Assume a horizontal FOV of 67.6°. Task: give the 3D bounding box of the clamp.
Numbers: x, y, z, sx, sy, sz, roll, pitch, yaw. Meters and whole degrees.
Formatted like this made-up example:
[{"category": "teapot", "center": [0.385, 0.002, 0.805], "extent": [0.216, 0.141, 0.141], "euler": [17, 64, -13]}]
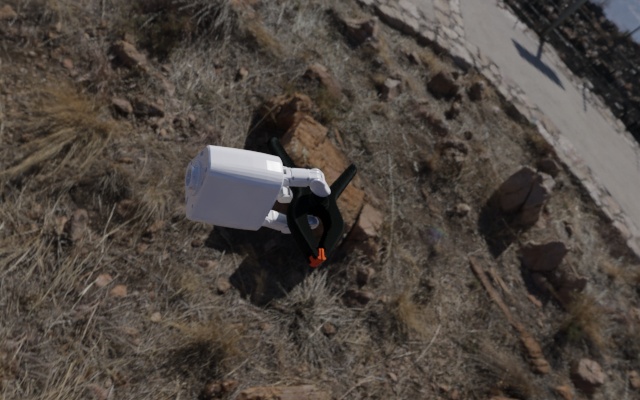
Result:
[{"category": "clamp", "center": [0.000, 0.002, 0.742], "extent": [0.164, 0.209, 0.036], "euler": [8, -33, -29]}]
